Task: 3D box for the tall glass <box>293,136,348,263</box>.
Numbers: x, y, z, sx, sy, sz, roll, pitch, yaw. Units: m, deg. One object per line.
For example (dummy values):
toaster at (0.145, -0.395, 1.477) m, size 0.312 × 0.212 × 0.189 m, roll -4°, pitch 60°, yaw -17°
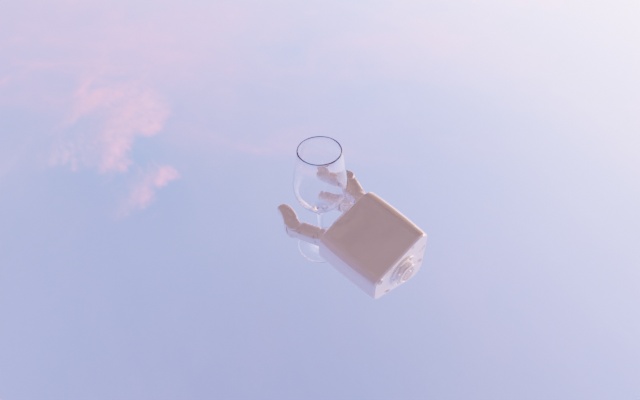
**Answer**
tall glass at (0.000, 0.003, 0.706) m, size 0.079 × 0.079 × 0.201 m, roll 0°, pitch -44°, yaw 2°
